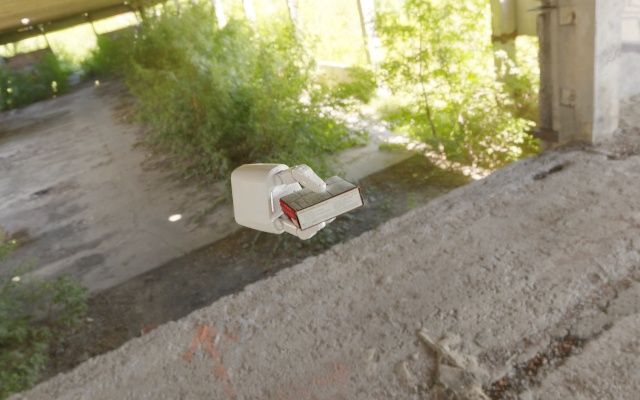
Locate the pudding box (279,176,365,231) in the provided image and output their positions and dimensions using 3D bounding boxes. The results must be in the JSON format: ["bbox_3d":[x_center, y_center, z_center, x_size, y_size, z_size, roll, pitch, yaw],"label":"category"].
[{"bbox_3d":[0.000,0.002,0.764,0.113,0.039,0.090,-23,22,-14],"label":"pudding box"}]
